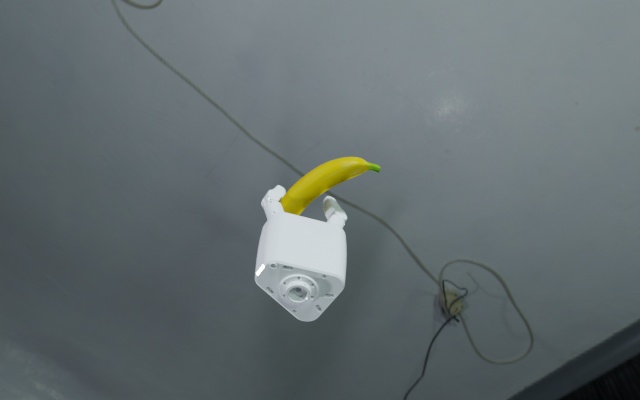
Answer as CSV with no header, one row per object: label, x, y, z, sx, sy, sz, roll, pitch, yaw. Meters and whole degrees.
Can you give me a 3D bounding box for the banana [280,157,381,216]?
banana,-0.007,-0.012,0.711,0.198,0.070,0.037,-32,33,13
